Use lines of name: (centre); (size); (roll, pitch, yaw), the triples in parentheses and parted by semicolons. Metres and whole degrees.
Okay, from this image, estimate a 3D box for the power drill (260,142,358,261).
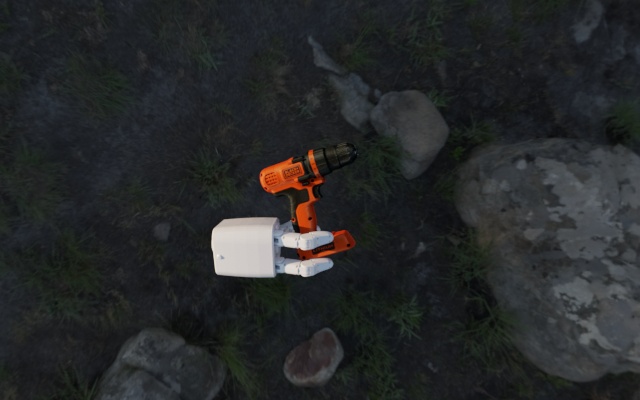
power drill: (0.000, 0.003, 0.860); (0.184, 0.187, 0.057); (-18, 1, 14)
